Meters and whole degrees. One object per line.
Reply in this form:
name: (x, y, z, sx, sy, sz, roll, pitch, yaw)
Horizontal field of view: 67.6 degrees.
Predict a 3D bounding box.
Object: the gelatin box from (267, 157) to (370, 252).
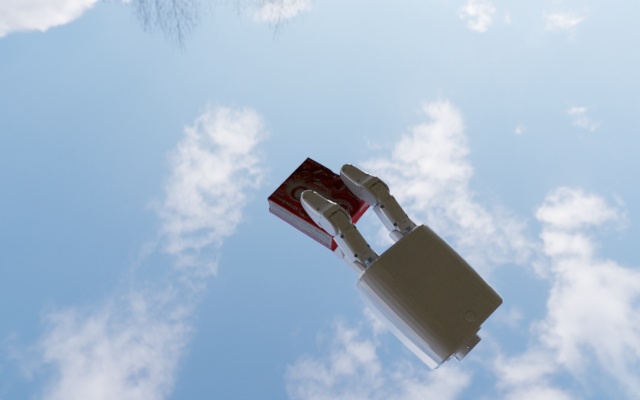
gelatin box: (0.000, 0.002, 0.514, 0.089, 0.073, 0.030, 30, -32, 20)
